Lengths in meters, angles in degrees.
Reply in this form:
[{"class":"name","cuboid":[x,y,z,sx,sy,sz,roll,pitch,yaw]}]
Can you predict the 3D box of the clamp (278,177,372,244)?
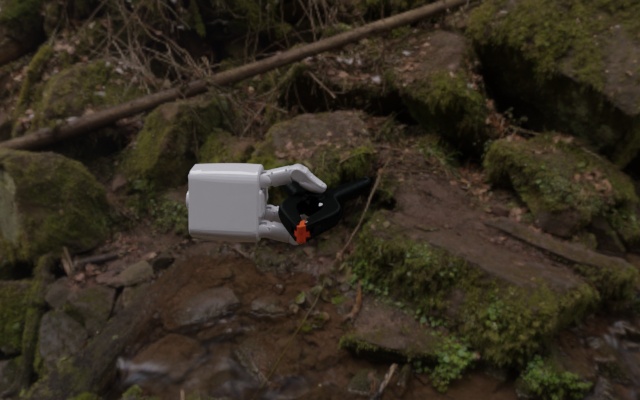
[{"class":"clamp","cuboid":[0.000,0.002,0.732,0.164,0.036,0.210,1,25,2]}]
